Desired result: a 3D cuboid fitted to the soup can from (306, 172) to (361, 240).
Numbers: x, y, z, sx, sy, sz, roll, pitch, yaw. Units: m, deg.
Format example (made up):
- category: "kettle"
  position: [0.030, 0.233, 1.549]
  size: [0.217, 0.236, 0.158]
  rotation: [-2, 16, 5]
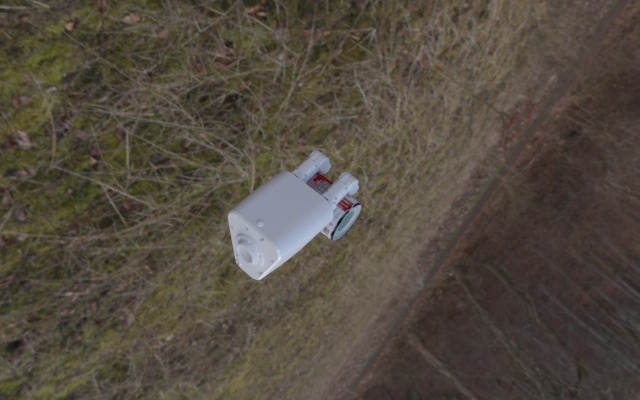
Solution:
- category: "soup can"
  position: [0.001, 0.002, 0.700]
  size: [0.102, 0.068, 0.068]
  rotation: [38, 13, 17]
